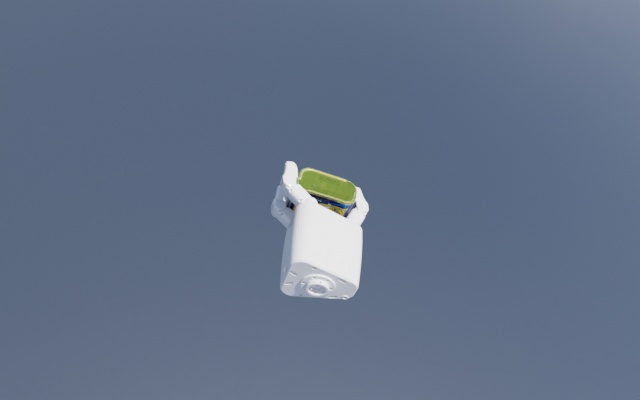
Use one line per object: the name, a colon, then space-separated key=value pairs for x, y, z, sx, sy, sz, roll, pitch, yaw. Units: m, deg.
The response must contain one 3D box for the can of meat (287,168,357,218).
can of meat: x=0.000 y=0.002 z=0.772 sx=0.102 sy=0.057 sz=0.084 roll=17 pitch=-44 yaw=-6
